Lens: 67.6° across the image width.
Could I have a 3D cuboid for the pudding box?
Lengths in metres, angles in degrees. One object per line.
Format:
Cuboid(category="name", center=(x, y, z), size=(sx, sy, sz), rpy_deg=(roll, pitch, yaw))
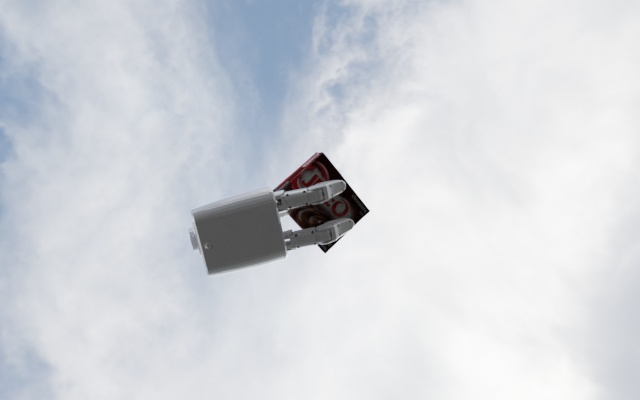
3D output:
Cuboid(category="pudding box", center=(0.000, 0.002, 0.667), size=(0.090, 0.113, 0.039), rpy_deg=(-43, 19, -8))
